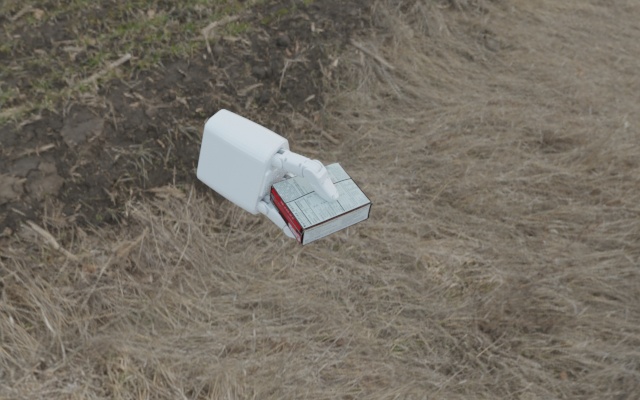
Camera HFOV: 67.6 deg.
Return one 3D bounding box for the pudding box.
[{"bbox_3d":[0.000,0.002,0.649,0.113,0.090,0.039,-21,-34,-23],"label":"pudding box"}]
